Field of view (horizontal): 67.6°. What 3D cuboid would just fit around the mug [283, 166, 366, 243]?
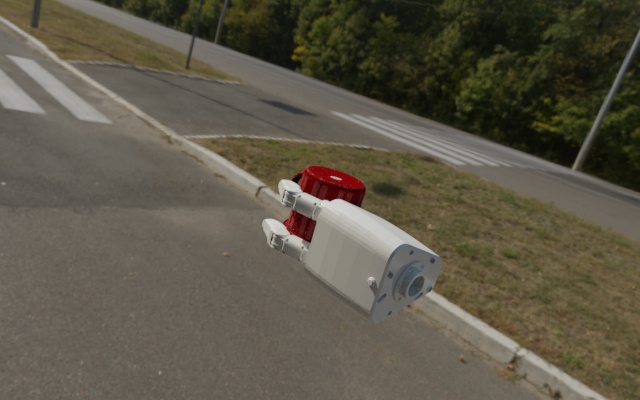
[{"bbox_3d":[-0.001,0.001,0.613,0.093,0.081,0.117,1,23,-45],"label":"mug"}]
